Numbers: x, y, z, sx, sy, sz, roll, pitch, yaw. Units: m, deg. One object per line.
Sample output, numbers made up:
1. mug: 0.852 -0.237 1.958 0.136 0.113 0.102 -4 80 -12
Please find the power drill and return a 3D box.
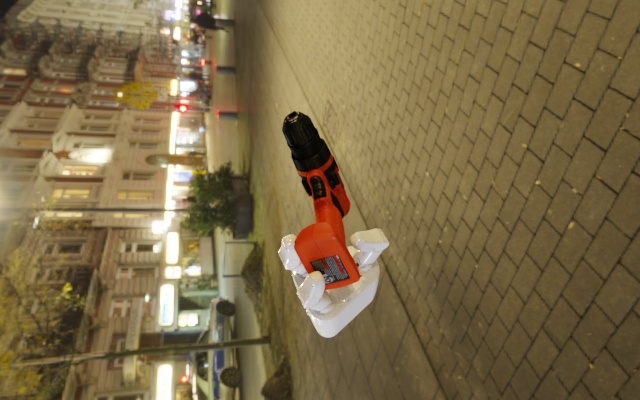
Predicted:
1. power drill: 0.000 0.002 0.602 0.057 0.187 0.185 -17 -48 14
